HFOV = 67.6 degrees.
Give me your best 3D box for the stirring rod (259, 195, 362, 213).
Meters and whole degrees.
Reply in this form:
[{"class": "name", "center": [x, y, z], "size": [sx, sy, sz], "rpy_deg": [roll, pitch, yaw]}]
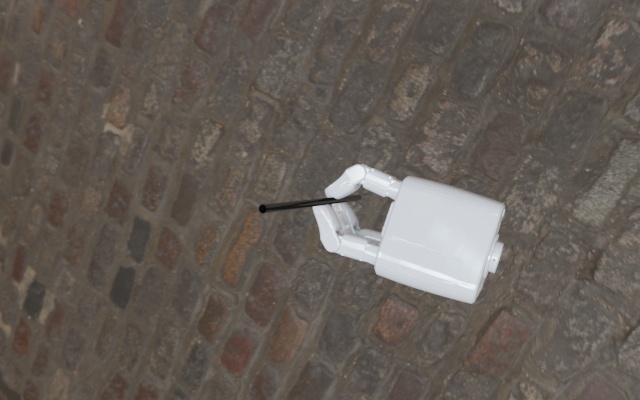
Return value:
[{"class": "stirring rod", "center": [0.000, 0.002, 0.528], "size": [0.011, 0.011, 0.239], "rpy_deg": [0, 3, 25]}]
